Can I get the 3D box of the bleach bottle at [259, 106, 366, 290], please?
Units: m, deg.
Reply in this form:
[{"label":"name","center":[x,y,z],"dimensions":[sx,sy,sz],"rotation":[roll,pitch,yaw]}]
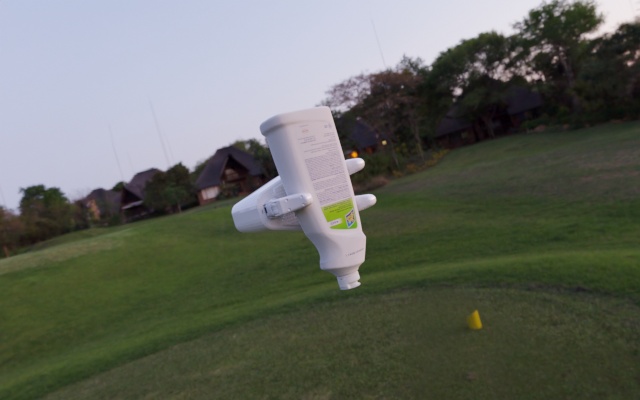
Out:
[{"label":"bleach bottle","center":[0.000,0.002,0.660],"dimensions":[0.102,0.251,0.068],"rotation":[-17,1,-34]}]
